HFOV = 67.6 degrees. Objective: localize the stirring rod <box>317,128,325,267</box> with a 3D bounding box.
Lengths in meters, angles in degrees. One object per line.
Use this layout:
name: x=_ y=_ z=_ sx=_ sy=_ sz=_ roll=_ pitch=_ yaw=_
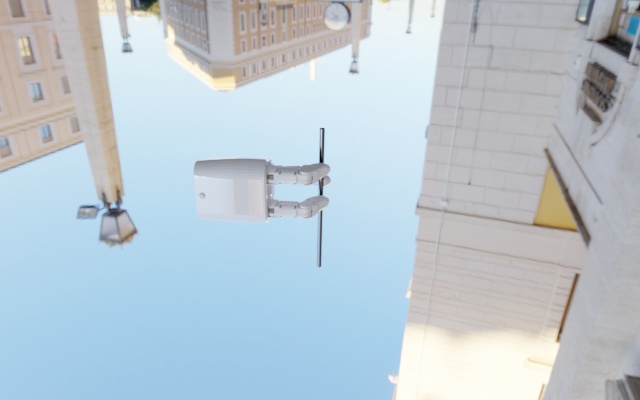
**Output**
stirring rod: x=0.000 y=0.002 z=0.754 sx=0.011 sy=0.240 sz=0.011 roll=1 pitch=26 yaw=-1
